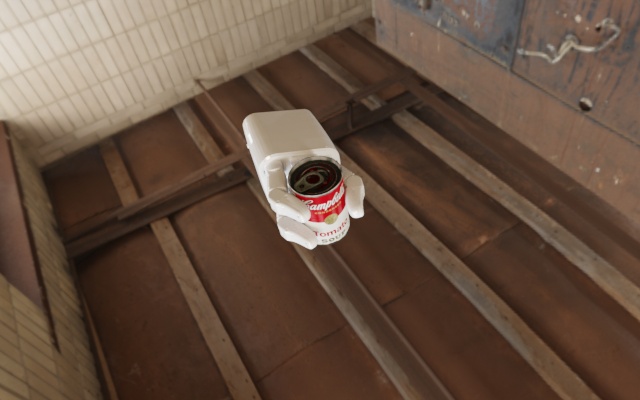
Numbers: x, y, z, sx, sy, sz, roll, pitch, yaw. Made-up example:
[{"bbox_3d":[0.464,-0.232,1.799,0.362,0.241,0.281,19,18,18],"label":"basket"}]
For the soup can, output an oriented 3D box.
[{"bbox_3d":[0.000,0.003,0.615,0.068,0.068,0.102,0,-41,10],"label":"soup can"}]
